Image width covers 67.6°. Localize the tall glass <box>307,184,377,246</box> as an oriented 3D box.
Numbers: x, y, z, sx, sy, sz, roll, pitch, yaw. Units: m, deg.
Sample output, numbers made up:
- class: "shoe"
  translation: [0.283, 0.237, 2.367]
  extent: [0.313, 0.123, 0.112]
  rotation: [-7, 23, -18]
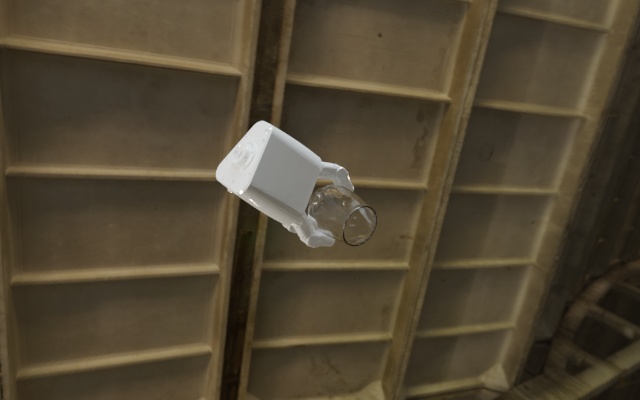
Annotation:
- class: "tall glass"
  translation: [0.000, 0.002, 0.745]
  extent: [0.079, 0.079, 0.201]
  rotation: [0, 20, -37]
